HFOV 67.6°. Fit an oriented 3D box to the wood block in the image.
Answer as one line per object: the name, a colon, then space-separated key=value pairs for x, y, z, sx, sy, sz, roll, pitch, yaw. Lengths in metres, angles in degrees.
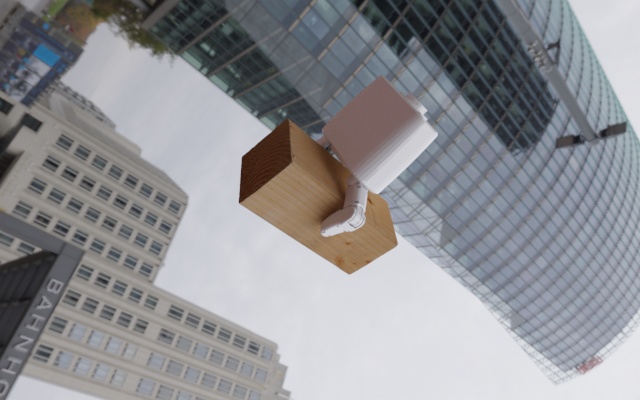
wood block: x=0.001 y=0.002 z=0.629 sx=0.090 sy=0.090 sz=0.206 roll=-35 pitch=-52 yaw=25
